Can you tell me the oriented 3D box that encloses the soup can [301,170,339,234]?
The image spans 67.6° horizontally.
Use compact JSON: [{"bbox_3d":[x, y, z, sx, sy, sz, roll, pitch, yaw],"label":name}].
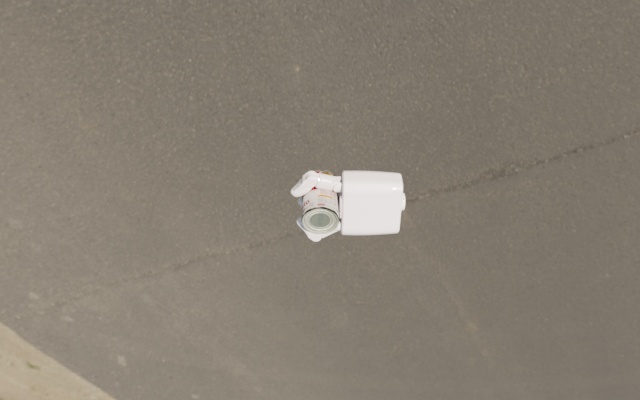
[{"bbox_3d":[0.000,0.003,0.864,0.068,0.069,0.102,0,43,0],"label":"soup can"}]
